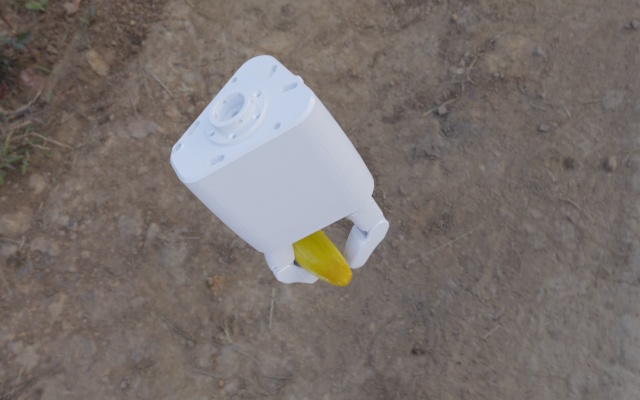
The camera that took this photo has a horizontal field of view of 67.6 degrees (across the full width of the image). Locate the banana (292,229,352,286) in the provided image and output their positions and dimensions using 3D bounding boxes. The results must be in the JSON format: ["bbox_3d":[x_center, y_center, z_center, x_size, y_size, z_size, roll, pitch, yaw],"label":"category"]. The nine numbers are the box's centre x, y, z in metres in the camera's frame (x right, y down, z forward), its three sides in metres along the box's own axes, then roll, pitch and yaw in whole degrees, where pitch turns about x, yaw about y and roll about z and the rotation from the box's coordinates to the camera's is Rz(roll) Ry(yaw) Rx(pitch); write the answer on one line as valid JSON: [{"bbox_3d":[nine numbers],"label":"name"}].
[{"bbox_3d":[-0.018,0.005,0.472,0.069,0.197,0.037,-18,-43,9],"label":"banana"}]
